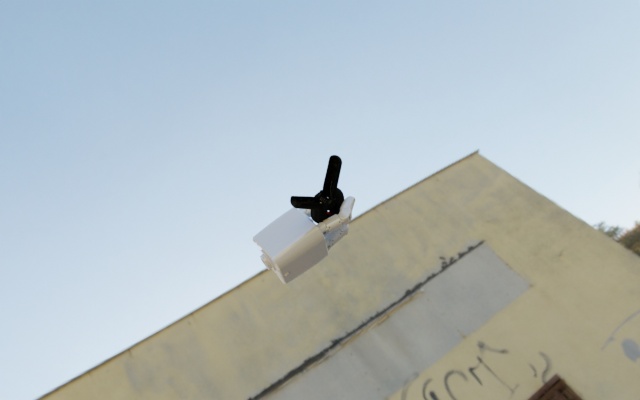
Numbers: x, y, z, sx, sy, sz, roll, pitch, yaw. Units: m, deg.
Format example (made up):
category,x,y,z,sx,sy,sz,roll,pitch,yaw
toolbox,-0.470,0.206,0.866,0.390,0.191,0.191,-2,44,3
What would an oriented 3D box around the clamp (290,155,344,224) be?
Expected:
category,x,y,z,sx,sy,sz,roll,pitch,yaw
clamp,0.000,0.003,0.887,0.120,0.172,0.039,-36,57,-17
